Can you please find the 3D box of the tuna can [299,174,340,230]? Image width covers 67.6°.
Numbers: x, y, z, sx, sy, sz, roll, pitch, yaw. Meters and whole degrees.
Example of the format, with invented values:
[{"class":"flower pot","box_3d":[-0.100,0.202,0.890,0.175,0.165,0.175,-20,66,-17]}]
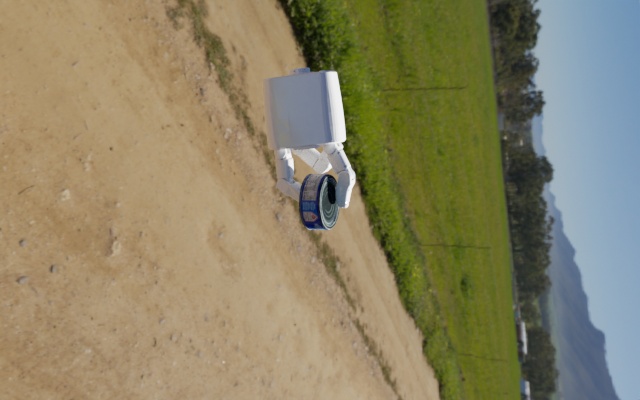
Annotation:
[{"class":"tuna can","box_3d":[0.001,0.002,0.722,0.034,0.086,0.086,1,0,23]}]
